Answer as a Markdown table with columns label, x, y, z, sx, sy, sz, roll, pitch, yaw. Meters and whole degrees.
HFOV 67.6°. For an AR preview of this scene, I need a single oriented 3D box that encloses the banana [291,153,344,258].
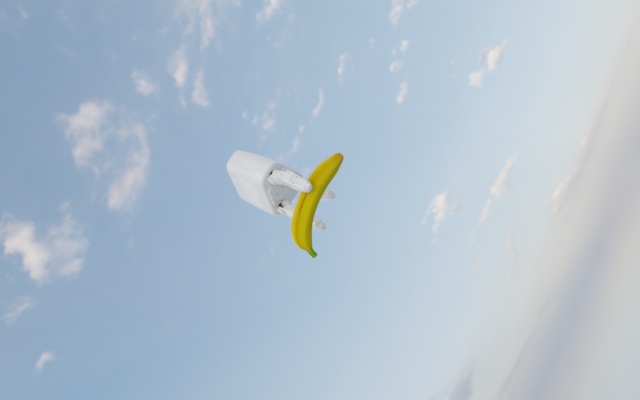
| label | x | y | z | sx | sy | sz | roll | pitch | yaw |
| --- | --- | --- | --- | --- | --- | --- | --- | --- | --- |
| banana | -0.012 | 0.004 | 0.850 | 0.037 | 0.198 | 0.069 | 21 | 7 | 38 |
